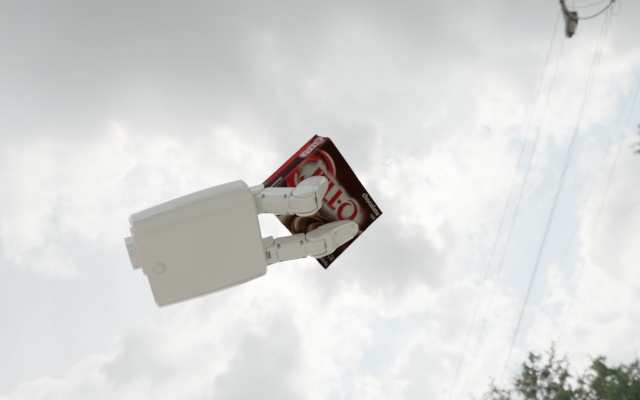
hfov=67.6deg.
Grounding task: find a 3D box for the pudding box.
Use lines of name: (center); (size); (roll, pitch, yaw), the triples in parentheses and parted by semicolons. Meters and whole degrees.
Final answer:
pudding box: (0.000, 0.002, 0.499); (0.090, 0.113, 0.039); (-43, 31, -9)
